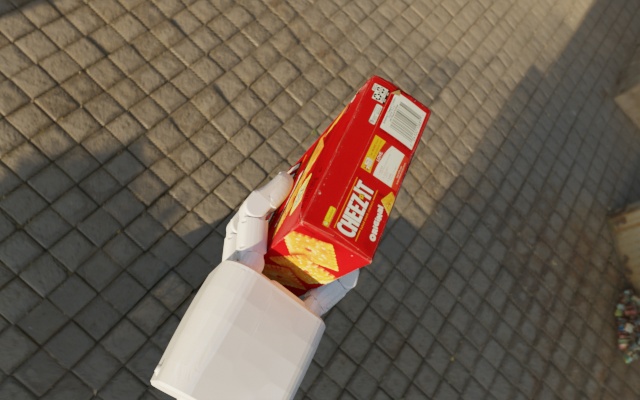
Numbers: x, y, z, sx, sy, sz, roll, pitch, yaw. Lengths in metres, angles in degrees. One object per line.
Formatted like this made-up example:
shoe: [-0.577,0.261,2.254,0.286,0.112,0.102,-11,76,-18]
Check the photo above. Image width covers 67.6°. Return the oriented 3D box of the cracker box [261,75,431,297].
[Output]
cracker box: [0.000,0.002,0.468,0.072,0.164,0.214,32,-29,-11]
